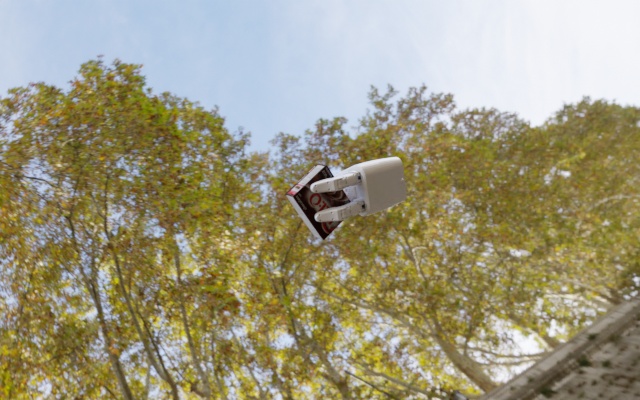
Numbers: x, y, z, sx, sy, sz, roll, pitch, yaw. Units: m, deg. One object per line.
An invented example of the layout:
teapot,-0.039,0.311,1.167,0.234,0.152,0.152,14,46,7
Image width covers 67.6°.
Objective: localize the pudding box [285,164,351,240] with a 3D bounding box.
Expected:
pudding box,0.000,0.003,0.884,0.090,0.113,0.039,-45,26,-20
